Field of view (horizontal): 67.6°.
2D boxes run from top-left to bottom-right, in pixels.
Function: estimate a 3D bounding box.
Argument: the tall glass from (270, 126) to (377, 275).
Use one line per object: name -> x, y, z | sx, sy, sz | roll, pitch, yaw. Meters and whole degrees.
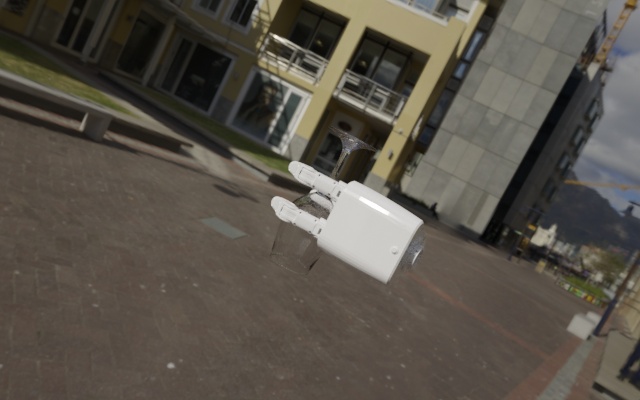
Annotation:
tall glass -> 0.000, 0.002, 0.669 | 0.079, 0.201, 0.079 | 27, 6, -3
